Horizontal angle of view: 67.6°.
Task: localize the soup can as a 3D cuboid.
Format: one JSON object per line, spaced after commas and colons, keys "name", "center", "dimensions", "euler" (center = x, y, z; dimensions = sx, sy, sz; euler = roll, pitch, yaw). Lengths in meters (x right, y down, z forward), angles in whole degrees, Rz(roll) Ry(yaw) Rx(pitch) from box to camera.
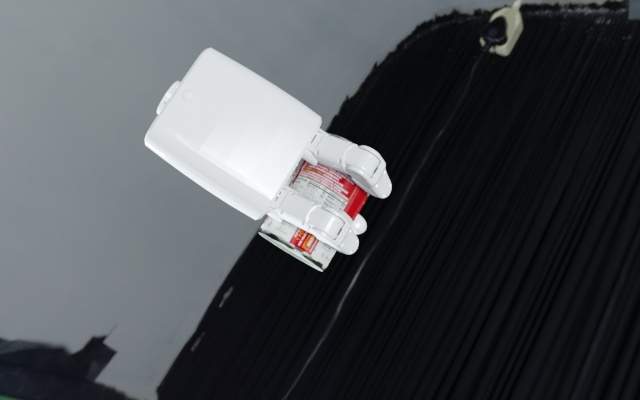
{"name": "soup can", "center": [0.000, 0.002, 0.417], "dimensions": [0.068, 0.102, 0.068], "euler": [30, -10, 6]}
